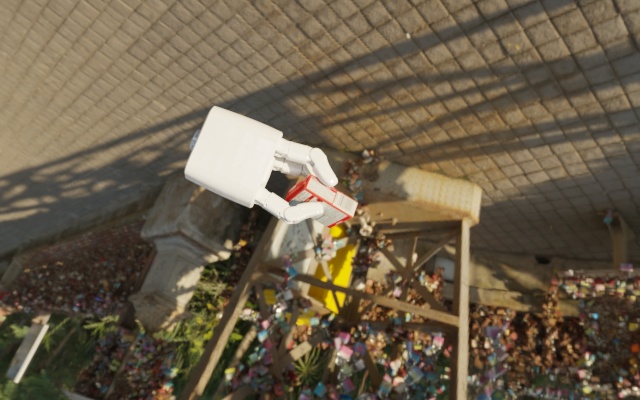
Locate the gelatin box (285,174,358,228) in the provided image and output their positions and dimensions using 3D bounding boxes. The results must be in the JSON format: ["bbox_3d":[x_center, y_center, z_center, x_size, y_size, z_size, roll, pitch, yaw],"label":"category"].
[{"bbox_3d":[0.000,0.003,0.721,0.089,0.030,0.073,31,-28,-15],"label":"gelatin box"}]
